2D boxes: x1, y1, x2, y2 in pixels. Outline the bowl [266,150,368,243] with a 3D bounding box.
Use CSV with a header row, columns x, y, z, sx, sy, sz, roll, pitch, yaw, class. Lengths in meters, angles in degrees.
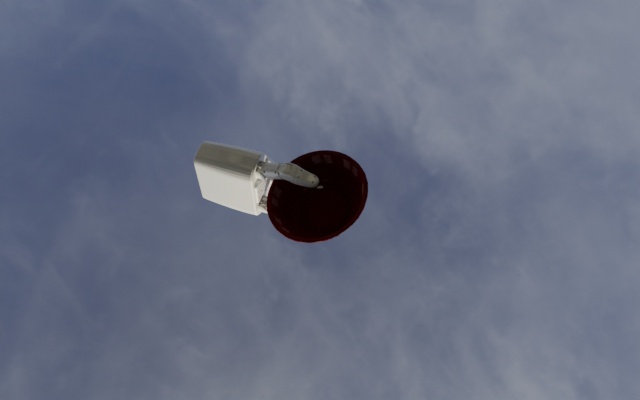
x,y,z,sx,sy,sz,roll,pitch,yaw,class
0.001,0.003,0.747,0.162,0.162,0.055,0,-29,18,bowl
